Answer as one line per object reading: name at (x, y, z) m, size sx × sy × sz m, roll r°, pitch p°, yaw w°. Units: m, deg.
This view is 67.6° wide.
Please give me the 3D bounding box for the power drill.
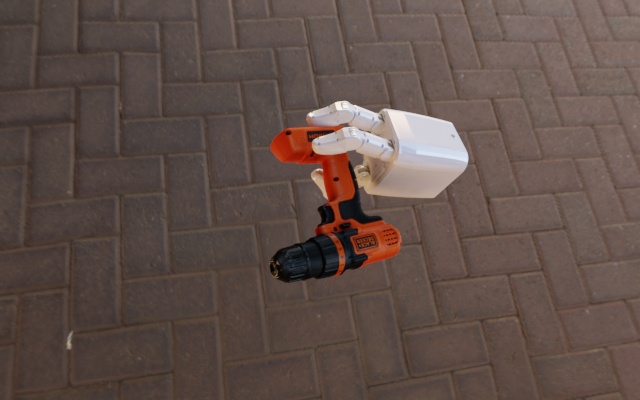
power drill at (0.000, 0.001, 0.596) m, size 0.184 × 0.187 × 0.057 m, roll -9°, pitch -16°, yaw -35°
